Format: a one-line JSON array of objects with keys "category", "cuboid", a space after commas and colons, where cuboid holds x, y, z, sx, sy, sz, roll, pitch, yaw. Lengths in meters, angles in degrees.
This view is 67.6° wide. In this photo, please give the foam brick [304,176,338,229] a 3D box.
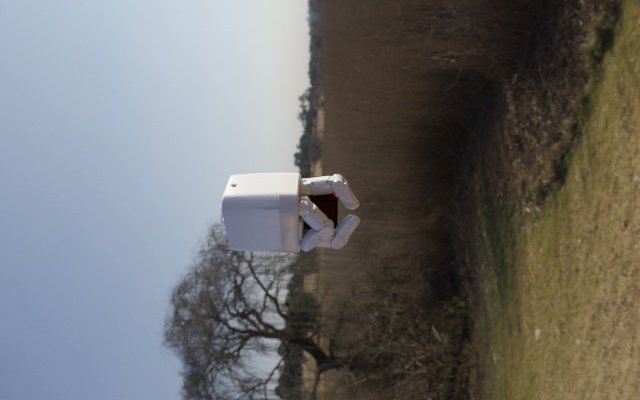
[{"category": "foam brick", "cuboid": [0.000, 0.002, 0.741, 0.051, 0.053, 0.078, 0, 30, 0]}]
